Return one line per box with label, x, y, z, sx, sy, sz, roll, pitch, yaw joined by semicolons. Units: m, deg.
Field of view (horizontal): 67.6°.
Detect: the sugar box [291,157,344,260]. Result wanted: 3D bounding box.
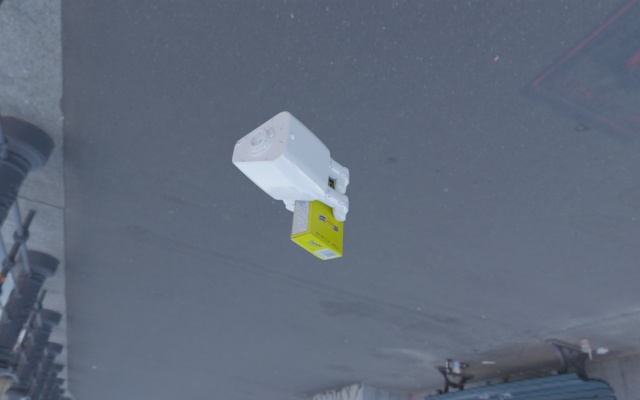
sugar box;0.000;0.003;0.810;0.048;0.176;0.093;-16;-37;32
